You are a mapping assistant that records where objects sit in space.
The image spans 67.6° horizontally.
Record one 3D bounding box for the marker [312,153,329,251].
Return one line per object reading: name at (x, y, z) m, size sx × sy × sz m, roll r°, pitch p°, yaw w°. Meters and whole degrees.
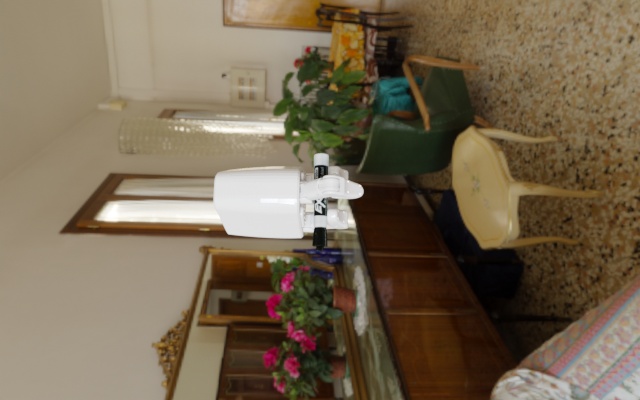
marker at (0.000, 0.002, 0.591) m, size 0.020 × 0.121 × 0.020 m, roll 1°, pitch -11°, yaw 0°
